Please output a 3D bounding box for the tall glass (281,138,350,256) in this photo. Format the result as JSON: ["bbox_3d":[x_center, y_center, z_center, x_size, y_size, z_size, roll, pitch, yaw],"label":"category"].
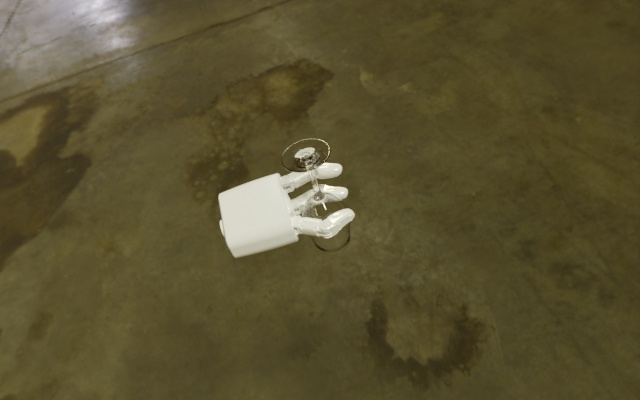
[{"bbox_3d":[0.000,0.002,0.762,0.079,0.079,0.201,0,-44,18],"label":"tall glass"}]
